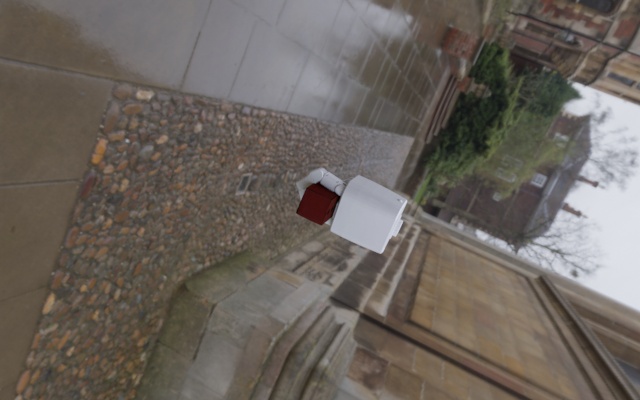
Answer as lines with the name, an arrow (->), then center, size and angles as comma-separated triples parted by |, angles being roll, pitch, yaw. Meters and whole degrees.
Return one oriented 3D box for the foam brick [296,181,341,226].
foam brick -> 0.000, 0.003, 0.852 | 0.051, 0.053, 0.078 | 27, 20, 11
